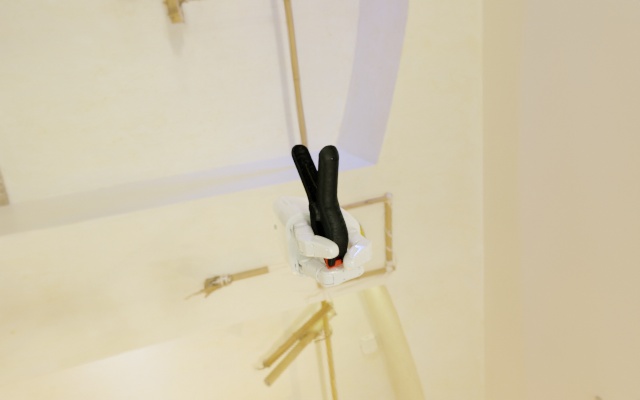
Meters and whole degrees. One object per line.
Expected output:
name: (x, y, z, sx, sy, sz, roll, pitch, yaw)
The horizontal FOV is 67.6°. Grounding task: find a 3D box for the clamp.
clamp: (0.001, 0.002, 0.630, 0.039, 0.171, 0.120, -12, 20, -15)
